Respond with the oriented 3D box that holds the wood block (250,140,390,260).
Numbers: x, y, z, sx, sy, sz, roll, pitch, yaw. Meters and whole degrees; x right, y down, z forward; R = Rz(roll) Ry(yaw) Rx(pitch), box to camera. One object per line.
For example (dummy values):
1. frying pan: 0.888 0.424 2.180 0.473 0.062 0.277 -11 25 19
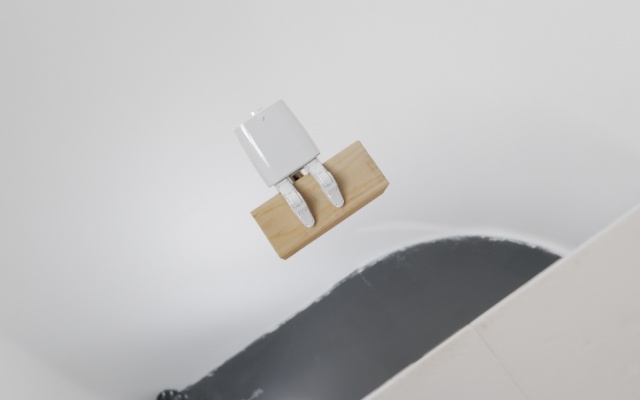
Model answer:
1. wood block: 0.000 0.002 0.784 0.206 0.090 0.091 -34 -7 -4
